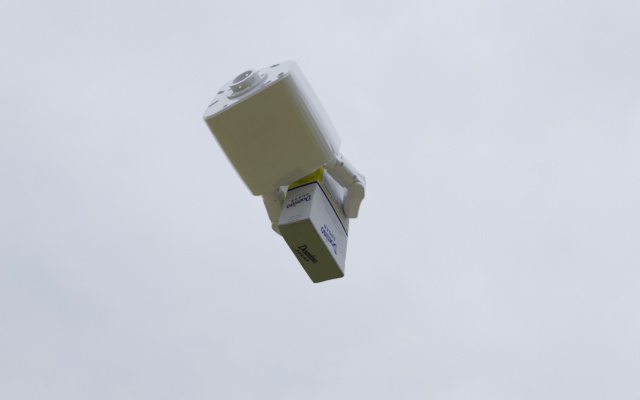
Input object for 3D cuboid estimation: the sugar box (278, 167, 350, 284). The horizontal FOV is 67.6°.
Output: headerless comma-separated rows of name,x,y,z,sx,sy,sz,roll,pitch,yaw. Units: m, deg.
sugar box,0.000,0.002,0.571,0.048,0.093,0.176,-15,34,22
